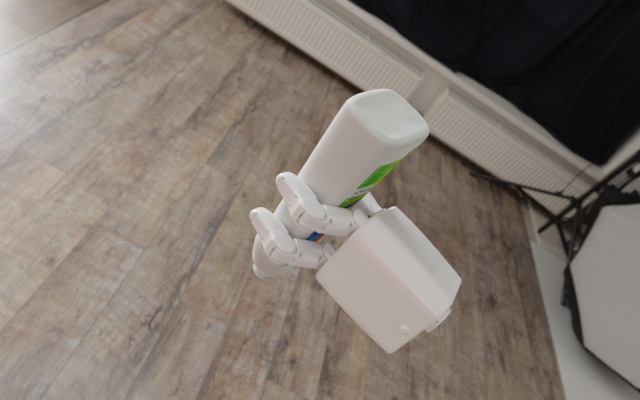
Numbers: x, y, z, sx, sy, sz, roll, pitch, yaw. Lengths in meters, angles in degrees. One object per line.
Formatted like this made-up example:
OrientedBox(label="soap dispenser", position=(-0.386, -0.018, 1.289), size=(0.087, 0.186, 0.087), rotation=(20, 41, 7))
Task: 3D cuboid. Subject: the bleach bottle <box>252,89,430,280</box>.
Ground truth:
OrientedBox(label="bleach bottle", position=(0.000, 0.002, 0.500), size=(0.102, 0.068, 0.251), rotation=(-27, -19, -51))
